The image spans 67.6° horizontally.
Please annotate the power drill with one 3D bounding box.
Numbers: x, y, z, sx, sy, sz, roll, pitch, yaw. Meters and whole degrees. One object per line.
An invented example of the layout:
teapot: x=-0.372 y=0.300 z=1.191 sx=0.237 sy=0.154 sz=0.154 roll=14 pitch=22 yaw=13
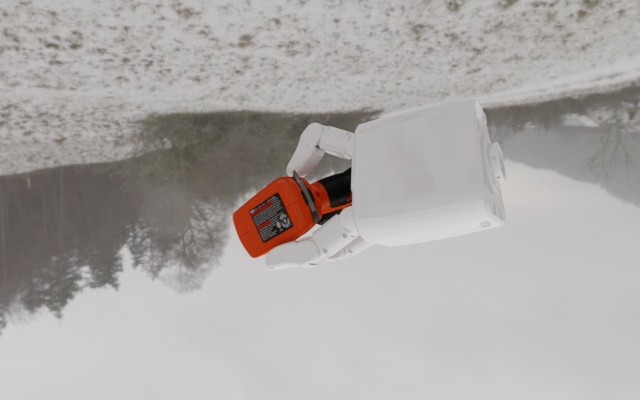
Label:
power drill: x=0.000 y=0.002 z=0.522 sx=0.187 sy=0.057 sz=0.184 roll=-22 pitch=-8 yaw=-45
